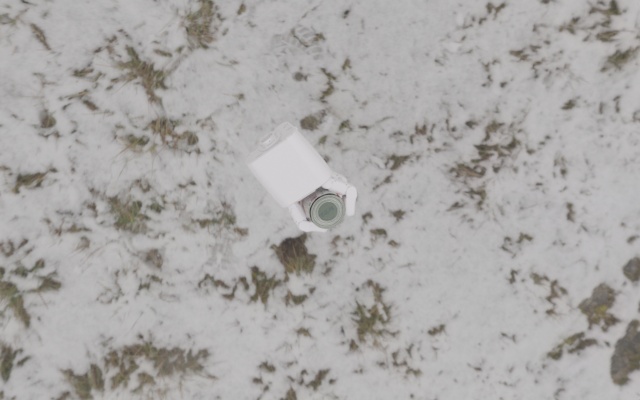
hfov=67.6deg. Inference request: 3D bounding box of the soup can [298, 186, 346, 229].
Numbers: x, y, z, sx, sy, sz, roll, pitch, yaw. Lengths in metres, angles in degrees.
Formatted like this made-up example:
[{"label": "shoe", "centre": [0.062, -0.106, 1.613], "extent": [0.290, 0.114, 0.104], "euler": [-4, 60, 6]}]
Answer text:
[{"label": "soup can", "centre": [0.000, 0.003, 0.879], "extent": [0.068, 0.068, 0.102], "euler": [0, 20, -17]}]
